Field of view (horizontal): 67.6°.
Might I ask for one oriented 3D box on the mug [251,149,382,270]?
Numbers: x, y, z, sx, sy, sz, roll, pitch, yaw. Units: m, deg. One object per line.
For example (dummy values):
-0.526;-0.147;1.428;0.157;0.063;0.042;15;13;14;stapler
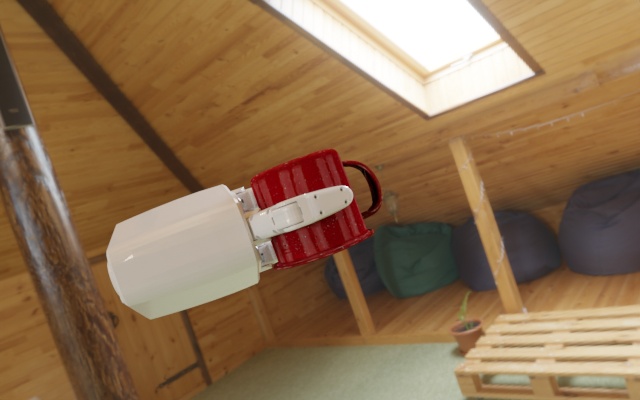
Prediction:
0.001;0.001;0.420;0.117;0.081;0.093;-20;1;-16;mug
